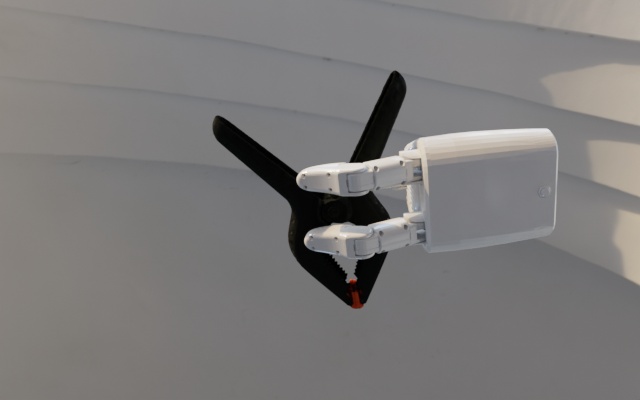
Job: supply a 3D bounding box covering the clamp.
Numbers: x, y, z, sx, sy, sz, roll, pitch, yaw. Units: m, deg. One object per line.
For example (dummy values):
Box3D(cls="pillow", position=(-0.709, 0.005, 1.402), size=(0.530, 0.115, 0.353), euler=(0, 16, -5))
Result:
Box3D(cls="clamp", position=(0.000, 0.002, 0.426), size=(0.164, 0.210, 0.036), euler=(-6, 19, 3))
